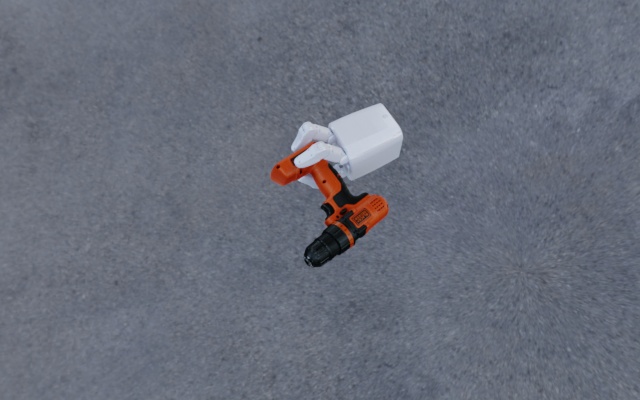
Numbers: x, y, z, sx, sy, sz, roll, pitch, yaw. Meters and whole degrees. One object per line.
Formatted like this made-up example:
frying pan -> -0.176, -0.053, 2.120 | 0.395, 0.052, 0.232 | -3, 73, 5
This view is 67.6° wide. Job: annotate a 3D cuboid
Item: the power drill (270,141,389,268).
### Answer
power drill -> 0.000, 0.002, 0.818 | 0.184, 0.187, 0.057 | -35, -12, -29
